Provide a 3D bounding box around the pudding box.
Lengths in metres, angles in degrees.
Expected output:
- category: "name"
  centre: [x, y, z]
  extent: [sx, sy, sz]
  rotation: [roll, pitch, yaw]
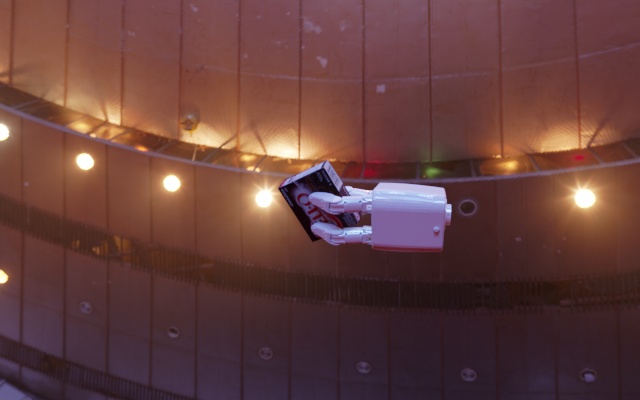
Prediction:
- category: "pudding box"
  centre: [0.000, 0.002, 0.767]
  extent: [0.090, 0.113, 0.039]
  rotation: [-24, 17, 25]
